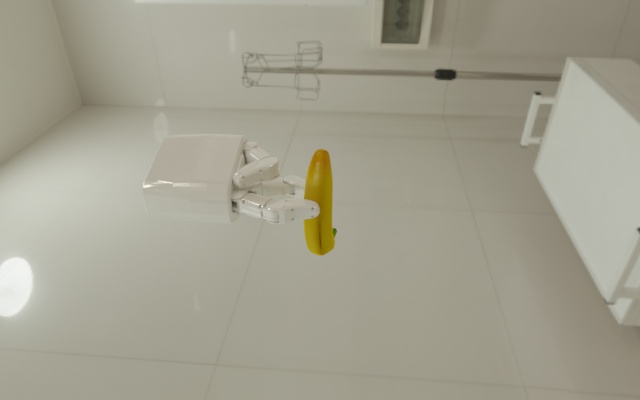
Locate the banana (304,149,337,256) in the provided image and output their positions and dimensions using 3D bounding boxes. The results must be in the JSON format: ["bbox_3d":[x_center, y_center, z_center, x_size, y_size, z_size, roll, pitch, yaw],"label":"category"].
[{"bbox_3d":[-0.001,0.020,0.602,0.037,0.069,0.198,3,-32,5],"label":"banana"}]
